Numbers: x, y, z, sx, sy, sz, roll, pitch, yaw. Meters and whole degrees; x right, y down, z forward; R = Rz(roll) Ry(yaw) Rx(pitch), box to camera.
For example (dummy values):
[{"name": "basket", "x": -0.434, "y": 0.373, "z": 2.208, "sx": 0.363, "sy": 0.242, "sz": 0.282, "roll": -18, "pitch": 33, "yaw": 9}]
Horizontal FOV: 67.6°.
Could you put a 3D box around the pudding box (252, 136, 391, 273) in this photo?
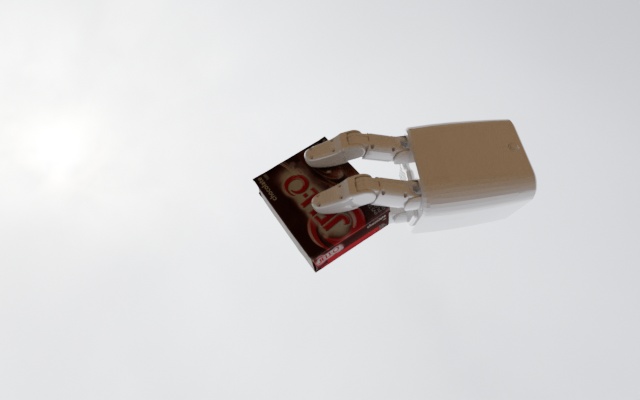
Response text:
[{"name": "pudding box", "x": 0.000, "y": 0.002, "z": 0.474, "sx": 0.090, "sy": 0.113, "sz": 0.039, "roll": -32, "pitch": -31, "yaw": -14}]
